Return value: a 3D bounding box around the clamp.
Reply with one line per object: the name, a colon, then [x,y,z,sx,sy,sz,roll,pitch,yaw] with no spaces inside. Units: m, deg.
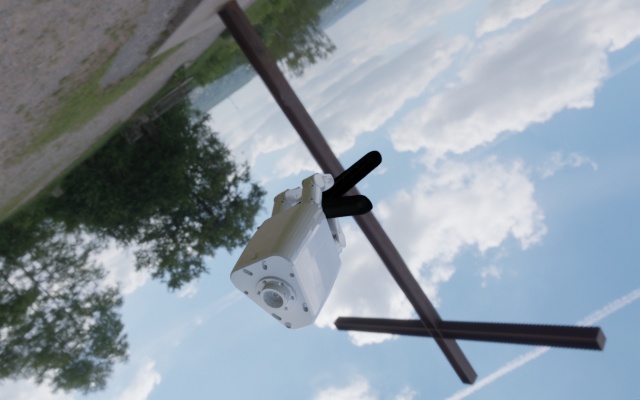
clamp: [0.000,0.003,0.692,0.210,0.036,0.164,-25,19,30]
